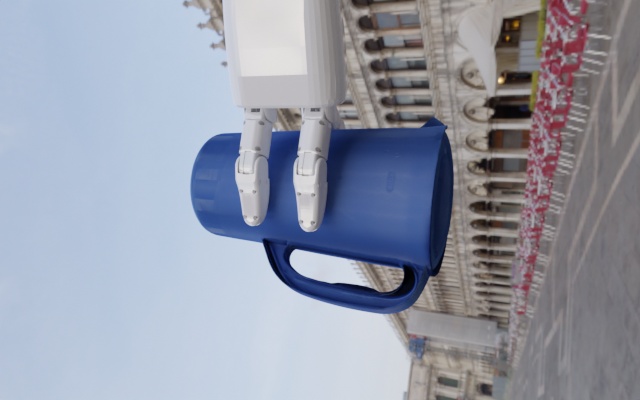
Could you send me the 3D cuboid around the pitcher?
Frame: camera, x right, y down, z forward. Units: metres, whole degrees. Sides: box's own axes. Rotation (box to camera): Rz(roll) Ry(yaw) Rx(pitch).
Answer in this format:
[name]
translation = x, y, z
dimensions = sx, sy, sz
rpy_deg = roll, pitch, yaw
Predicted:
[pitcher]
translation = 0.000, 0.001, 0.457
dimensions = 0.243, 0.145, 0.149
rpy_deg = 4, 24, 21
